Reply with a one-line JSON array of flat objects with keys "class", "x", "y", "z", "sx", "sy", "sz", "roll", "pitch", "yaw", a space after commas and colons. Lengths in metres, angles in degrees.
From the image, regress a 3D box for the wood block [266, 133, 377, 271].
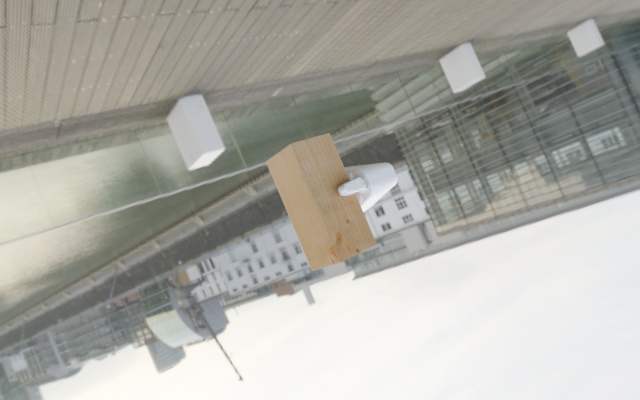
[{"class": "wood block", "x": 0.001, "y": 0.003, "z": 0.814, "sx": 0.090, "sy": 0.206, "sz": 0.091, "roll": -21, "pitch": -3, "yaw": -39}]
